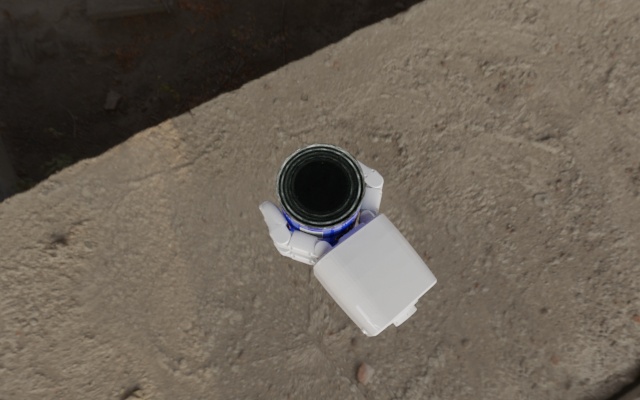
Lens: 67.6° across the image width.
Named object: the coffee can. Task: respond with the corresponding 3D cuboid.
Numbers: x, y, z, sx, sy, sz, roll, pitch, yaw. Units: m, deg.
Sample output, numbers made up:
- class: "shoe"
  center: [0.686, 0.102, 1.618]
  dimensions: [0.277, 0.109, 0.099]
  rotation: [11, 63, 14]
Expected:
- class: "coffee can"
  center: [0.000, 0.002, 0.605]
  dimensions: [0.103, 0.102, 0.140]
  rotation: [0, -16, 0]
